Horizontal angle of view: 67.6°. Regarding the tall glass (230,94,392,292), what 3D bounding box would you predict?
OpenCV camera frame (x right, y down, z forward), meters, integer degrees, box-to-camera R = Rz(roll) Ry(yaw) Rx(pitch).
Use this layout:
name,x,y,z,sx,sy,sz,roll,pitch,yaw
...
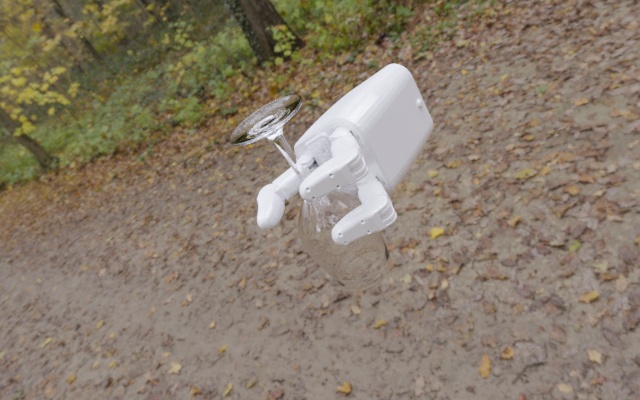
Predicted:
name,x,y,z,sx,sy,sz,roll,pitch,yaw
tall glass,0.000,0.001,0.465,0.079,0.201,0.079,-25,29,15
